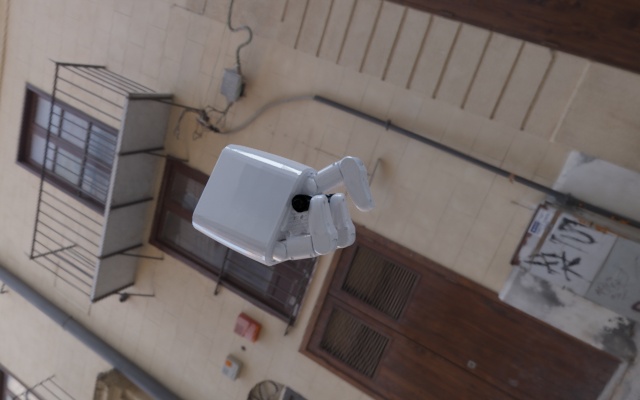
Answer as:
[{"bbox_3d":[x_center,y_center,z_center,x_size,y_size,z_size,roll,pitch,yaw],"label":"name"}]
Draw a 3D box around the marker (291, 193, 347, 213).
[{"bbox_3d":[0.000,0.002,0.533,0.020,0.020,0.121,0,1,23],"label":"marker"}]
